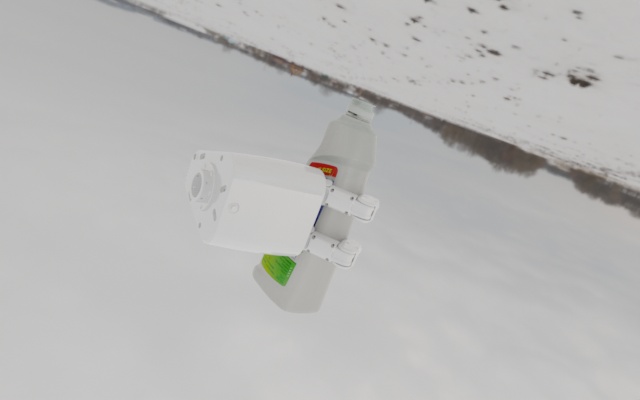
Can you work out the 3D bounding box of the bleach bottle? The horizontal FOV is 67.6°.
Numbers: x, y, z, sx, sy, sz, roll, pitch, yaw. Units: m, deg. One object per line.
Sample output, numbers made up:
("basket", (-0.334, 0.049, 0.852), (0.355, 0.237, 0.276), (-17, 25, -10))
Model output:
("bleach bottle", (0.000, 0.002, 0.561), (0.068, 0.251, 0.102), (11, 16, -37))
